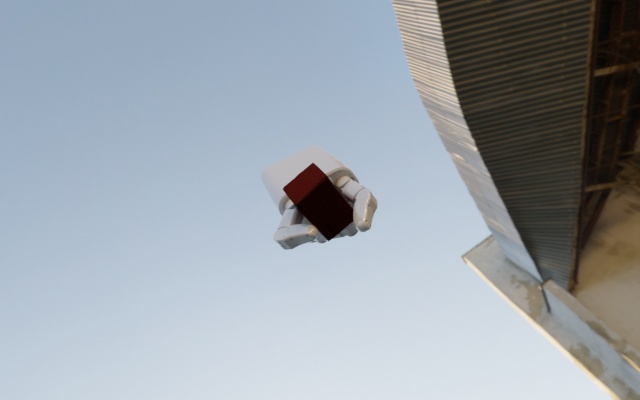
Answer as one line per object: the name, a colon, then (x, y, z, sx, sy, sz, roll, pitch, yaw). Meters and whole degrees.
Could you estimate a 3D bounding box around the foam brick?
foam brick: (0.000, 0.002, 0.597, 0.078, 0.053, 0.051, 50, 0, -35)
